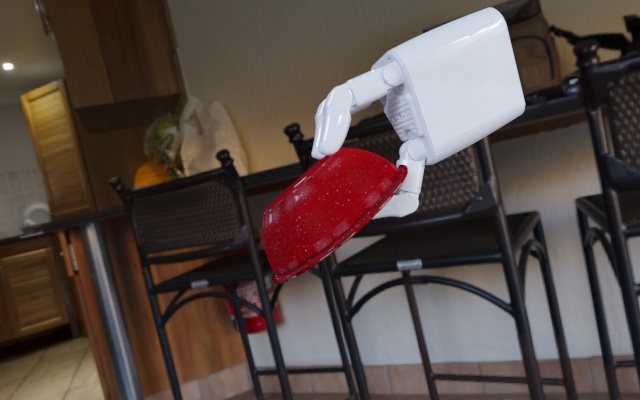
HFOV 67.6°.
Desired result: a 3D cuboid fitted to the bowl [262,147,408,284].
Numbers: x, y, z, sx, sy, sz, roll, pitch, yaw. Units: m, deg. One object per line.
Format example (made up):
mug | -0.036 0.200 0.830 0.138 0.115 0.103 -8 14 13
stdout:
bowl | -0.001 0.002 0.436 0.162 0.055 0.162 -41 7 6
